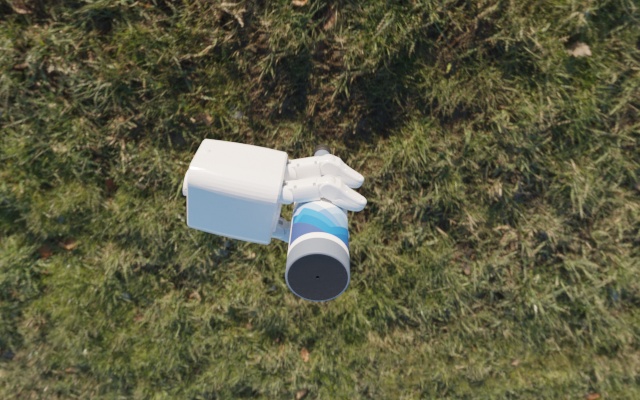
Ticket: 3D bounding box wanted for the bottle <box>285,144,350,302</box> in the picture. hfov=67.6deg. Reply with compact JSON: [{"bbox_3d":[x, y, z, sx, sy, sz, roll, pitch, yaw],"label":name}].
[{"bbox_3d":[0.000,0.002,0.610,0.069,0.069,0.295,0,31,1],"label":"bottle"}]
